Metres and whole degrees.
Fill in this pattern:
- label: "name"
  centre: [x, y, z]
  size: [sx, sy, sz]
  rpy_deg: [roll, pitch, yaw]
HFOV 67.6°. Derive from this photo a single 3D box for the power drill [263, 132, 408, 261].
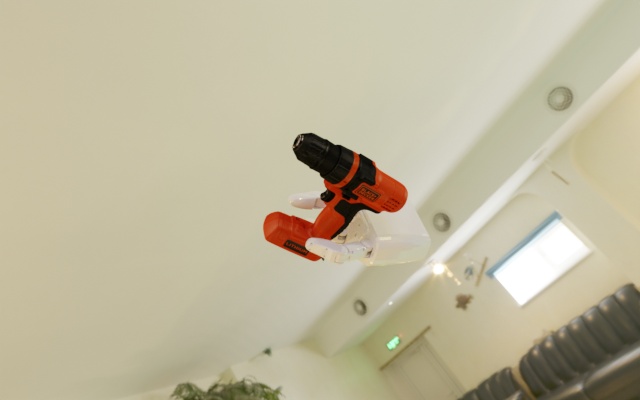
- label: "power drill"
  centre: [0.000, 0.003, 0.669]
  size: [0.184, 0.057, 0.188]
  rpy_deg: [28, -50, -26]
